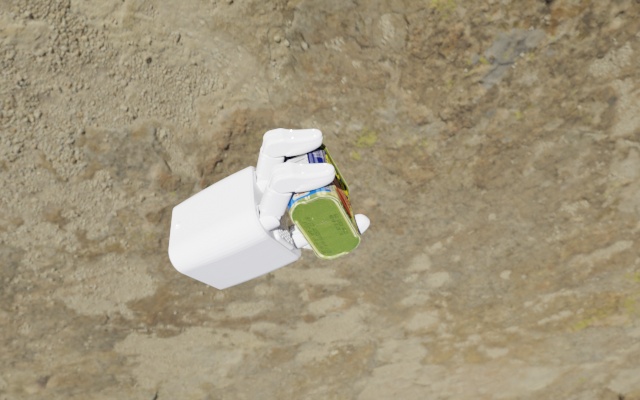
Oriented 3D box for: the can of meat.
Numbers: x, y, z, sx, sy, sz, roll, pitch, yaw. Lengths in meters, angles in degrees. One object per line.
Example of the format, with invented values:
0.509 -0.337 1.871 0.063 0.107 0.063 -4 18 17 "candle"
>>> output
0.000 0.002 0.512 0.057 0.083 0.102 -23 -47 10 "can of meat"
